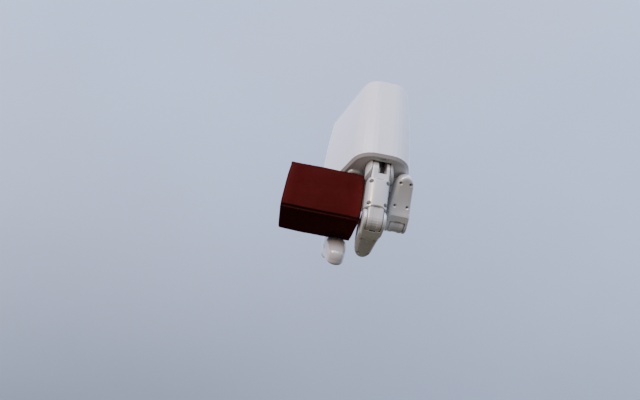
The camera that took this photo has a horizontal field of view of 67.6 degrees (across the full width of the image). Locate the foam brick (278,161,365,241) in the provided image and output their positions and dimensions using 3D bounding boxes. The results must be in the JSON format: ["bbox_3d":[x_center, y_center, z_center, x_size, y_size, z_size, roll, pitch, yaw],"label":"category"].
[{"bbox_3d":[0.000,0.002,0.482,0.078,0.051,0.053,11,-28,-4],"label":"foam brick"}]
